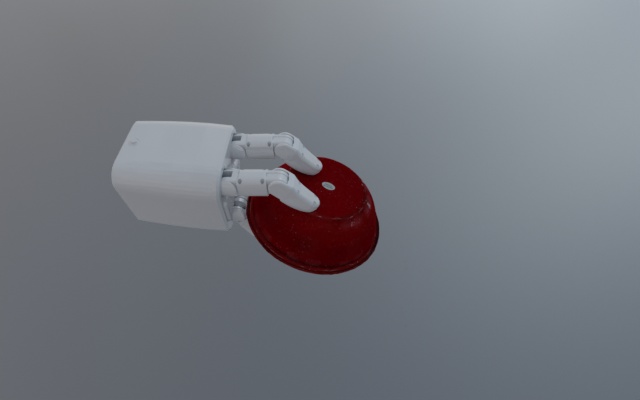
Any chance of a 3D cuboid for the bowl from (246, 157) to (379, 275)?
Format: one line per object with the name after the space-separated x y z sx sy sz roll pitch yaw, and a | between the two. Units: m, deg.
0.001 0.002 0.543 0.162 0.162 0.055 0 -40 -21 | bowl
